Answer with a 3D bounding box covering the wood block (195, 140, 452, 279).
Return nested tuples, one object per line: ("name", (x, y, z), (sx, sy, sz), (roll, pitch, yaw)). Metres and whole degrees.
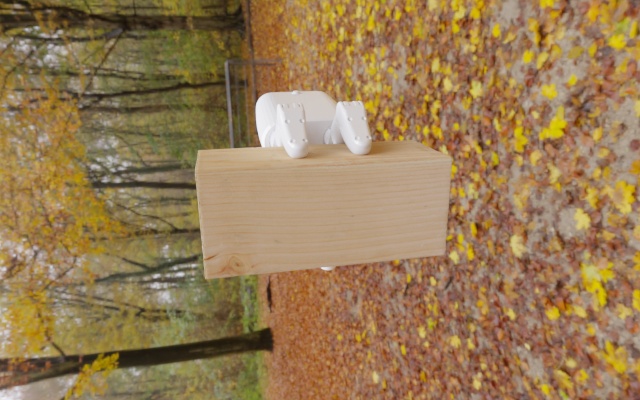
("wood block", (0.000, 0.002, 0.425), (0.206, 0.091, 0.090), (-4, 18, -11))
